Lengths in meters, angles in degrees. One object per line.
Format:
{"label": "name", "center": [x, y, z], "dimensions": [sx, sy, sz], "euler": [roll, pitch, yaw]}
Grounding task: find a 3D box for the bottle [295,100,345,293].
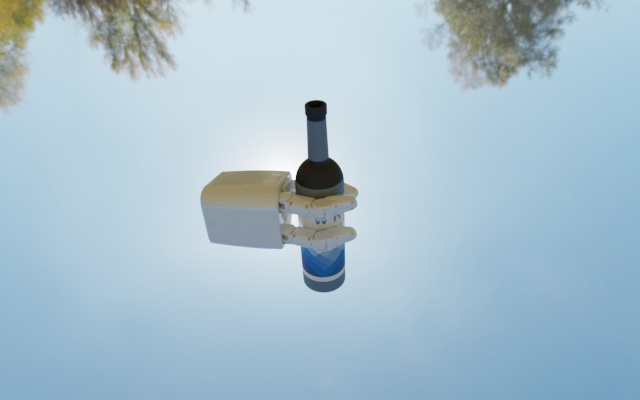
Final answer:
{"label": "bottle", "center": [0.000, 0.002, 0.665], "dimensions": [0.069, 0.296, 0.069], "euler": [-2, 36, 1]}
